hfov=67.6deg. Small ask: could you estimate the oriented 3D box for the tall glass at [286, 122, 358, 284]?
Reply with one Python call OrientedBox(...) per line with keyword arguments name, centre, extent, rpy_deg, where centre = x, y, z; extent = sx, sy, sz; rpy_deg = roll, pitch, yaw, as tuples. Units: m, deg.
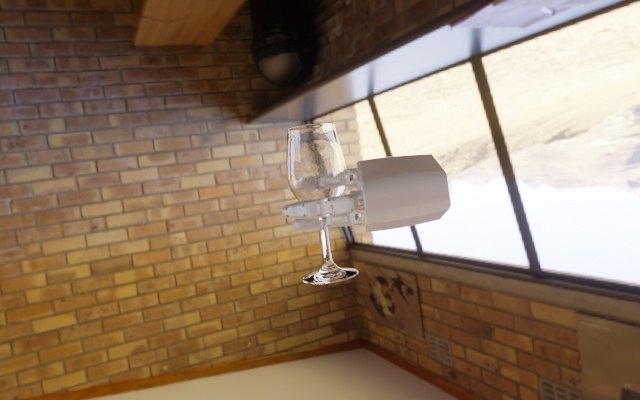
OrientedBox(name="tall glass", centre=(0.000, 0.003, 0.626), extent=(0.079, 0.201, 0.079), rpy_deg=(-8, 4, 1))
